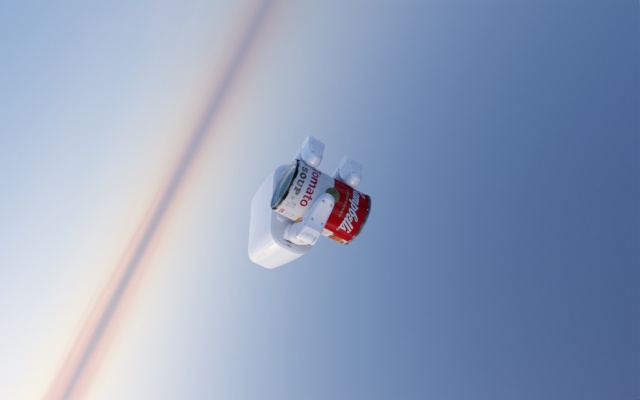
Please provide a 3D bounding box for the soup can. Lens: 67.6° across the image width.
[{"bbox_3d":[0.000,0.002,0.570,0.102,0.068,0.068,27,-8,-16],"label":"soup can"}]
